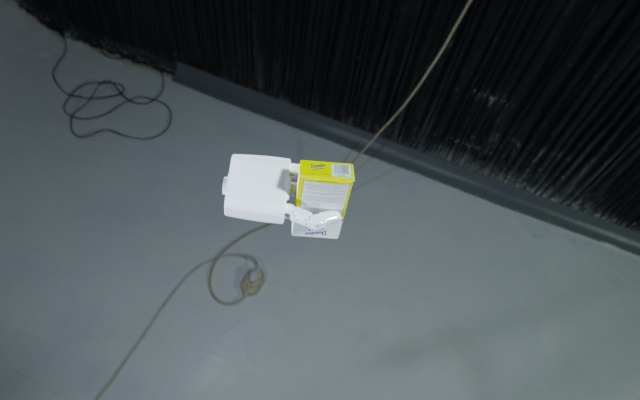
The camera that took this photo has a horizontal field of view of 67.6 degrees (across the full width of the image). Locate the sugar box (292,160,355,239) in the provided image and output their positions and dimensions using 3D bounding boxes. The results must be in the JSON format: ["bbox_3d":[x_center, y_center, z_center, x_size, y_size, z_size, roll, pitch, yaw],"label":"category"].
[{"bbox_3d":[0.000,0.002,0.861,0.093,0.048,0.176,5,-36,-6],"label":"sugar box"}]
